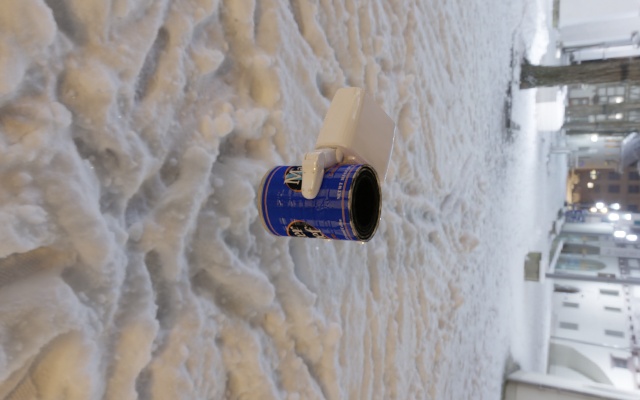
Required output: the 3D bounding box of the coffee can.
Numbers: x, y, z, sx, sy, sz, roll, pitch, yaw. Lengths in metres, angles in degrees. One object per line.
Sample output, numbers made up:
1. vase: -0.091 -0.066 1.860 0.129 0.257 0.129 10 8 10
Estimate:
1. coffee can: 0.000 0.002 0.654 0.140 0.103 0.103 2 1 29
